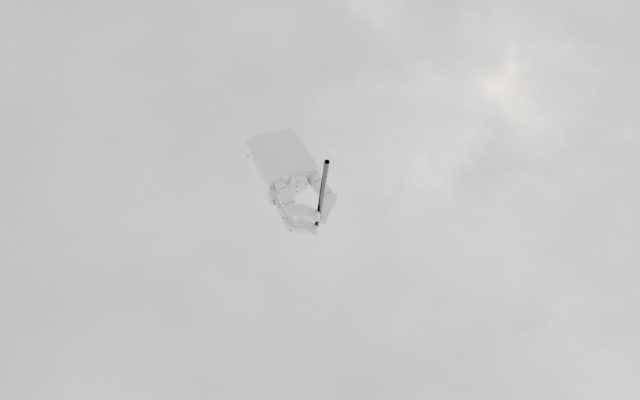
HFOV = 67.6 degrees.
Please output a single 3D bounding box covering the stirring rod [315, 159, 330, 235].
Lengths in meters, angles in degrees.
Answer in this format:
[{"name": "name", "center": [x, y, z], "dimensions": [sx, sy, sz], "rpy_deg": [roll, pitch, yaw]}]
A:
[{"name": "stirring rod", "center": [0.000, 0.002, 0.783], "dimensions": [0.011, 0.011, 0.240], "rpy_deg": [0, -29, -5]}]
